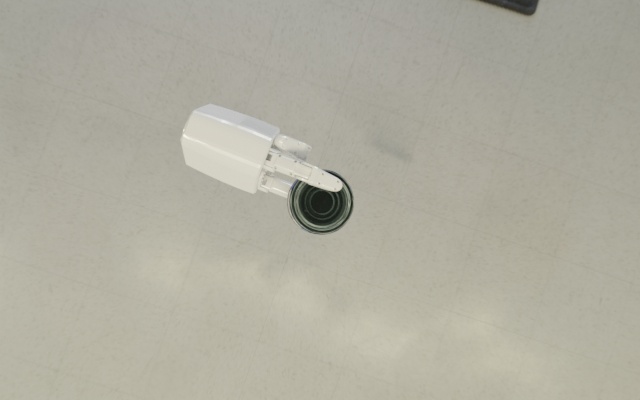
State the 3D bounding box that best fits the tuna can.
[{"bbox_3d":[0.000,0.002,0.625,0.086,0.086,0.034,0,-1,-9],"label":"tuna can"}]
